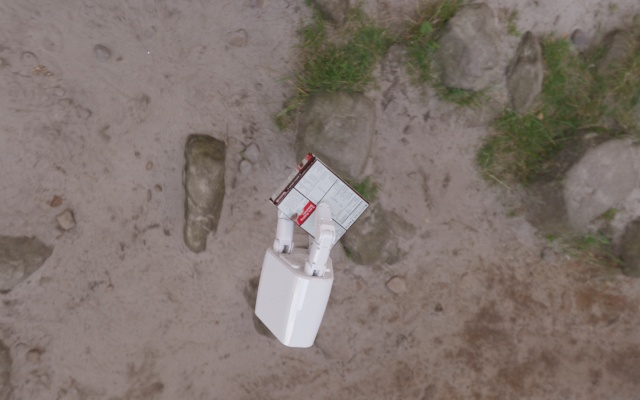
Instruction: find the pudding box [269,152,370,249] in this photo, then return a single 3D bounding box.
[{"bbox_3d":[0.000,0.002,0.668,0.113,0.090,0.039,40,2,-26],"label":"pudding box"}]
